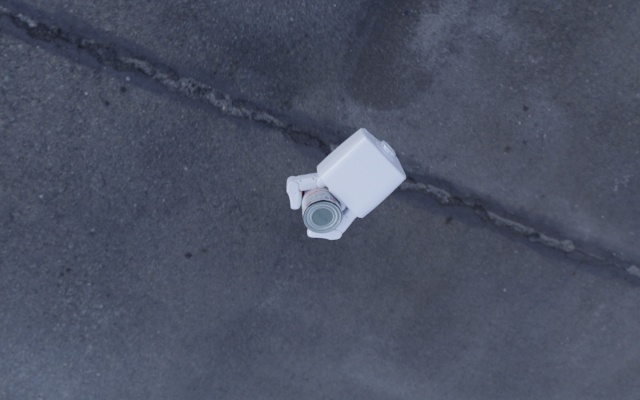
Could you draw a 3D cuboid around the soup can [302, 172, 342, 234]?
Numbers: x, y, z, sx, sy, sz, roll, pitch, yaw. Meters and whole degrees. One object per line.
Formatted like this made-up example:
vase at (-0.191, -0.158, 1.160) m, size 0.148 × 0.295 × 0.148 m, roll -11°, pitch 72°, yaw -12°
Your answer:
soup can at (0.000, 0.003, 0.840) m, size 0.068 × 0.068 × 0.102 m, roll 0°, pitch 32°, yaw -5°
